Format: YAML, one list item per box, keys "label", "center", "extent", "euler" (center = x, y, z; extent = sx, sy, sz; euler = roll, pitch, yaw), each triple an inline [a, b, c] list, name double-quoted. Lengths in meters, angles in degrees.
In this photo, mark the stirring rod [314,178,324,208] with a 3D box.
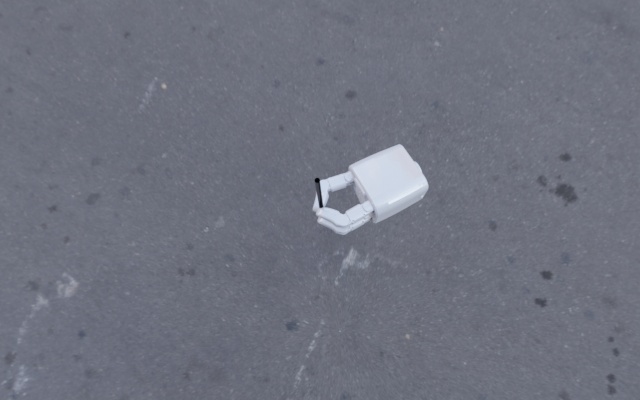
- label: "stirring rod"
  center: [0.000, 0.003, 0.803]
  extent: [0.011, 0.011, 0.239]
  euler: [0, -15, 2]
